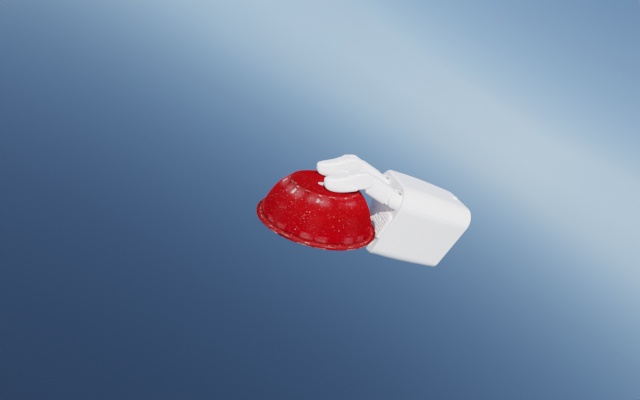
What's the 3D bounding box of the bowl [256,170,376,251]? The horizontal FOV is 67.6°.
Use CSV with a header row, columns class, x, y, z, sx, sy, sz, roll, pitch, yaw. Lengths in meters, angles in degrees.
class,x,y,z,sx,sy,sz,roll,pitch,yaw
bowl,-0.001,0.002,0.623,0.162,0.055,0.162,11,22,-5
